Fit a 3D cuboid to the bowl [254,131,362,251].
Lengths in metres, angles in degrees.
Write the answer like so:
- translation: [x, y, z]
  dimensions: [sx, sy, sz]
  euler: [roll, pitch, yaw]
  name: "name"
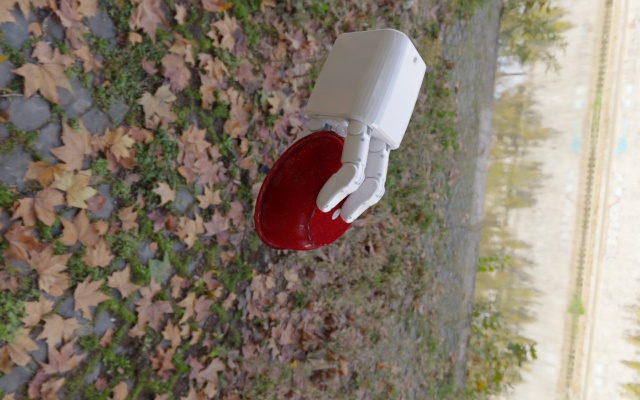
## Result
- translation: [0.000, 0.003, 0.569]
  dimensions: [0.055, 0.162, 0.162]
  euler: [33, 19, 33]
  name: "bowl"
